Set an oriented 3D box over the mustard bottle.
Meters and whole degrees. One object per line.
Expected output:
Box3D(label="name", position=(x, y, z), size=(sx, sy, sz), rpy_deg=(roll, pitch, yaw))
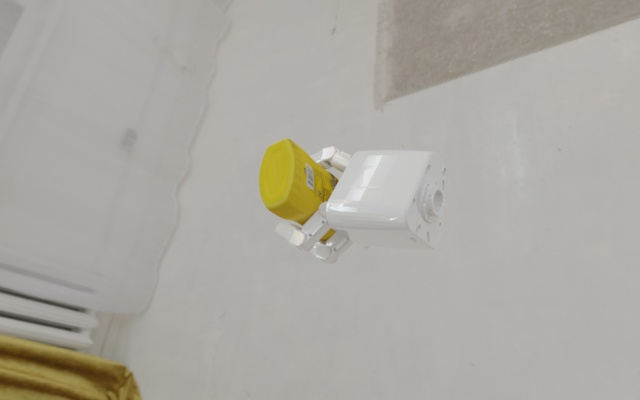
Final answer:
Box3D(label="mustard bottle", position=(0.000, 0.002, 0.637), size=(0.058, 0.096, 0.192), rpy_deg=(-22, -35, 28))
